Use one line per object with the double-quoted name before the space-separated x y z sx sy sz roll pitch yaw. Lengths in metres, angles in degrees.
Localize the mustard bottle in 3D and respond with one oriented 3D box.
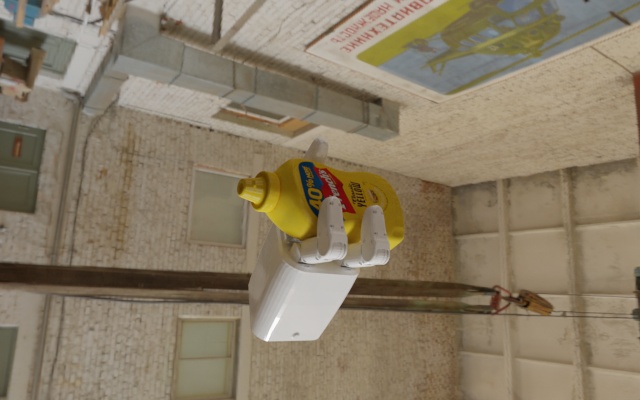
"mustard bottle" 0.000 0.001 0.515 0.191 0.096 0.058 10 -38 -34
